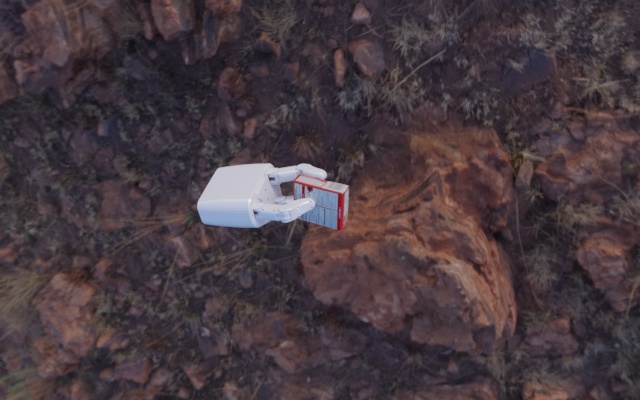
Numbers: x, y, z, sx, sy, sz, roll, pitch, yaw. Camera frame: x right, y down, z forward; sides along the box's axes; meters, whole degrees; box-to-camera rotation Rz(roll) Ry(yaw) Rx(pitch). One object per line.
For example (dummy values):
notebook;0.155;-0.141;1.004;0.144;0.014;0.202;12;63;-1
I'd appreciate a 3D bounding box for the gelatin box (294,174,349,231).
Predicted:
gelatin box;0.000;0.003;0.770;0.089;0.073;0.030;15;35;21
